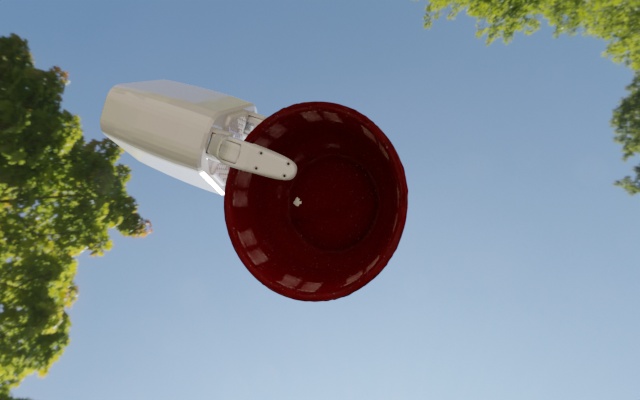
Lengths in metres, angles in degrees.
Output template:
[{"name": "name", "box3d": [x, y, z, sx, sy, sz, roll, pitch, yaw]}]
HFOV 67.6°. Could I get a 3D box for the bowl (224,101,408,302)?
[{"name": "bowl", "box3d": [0.001, 0.002, 0.407, 0.162, 0.162, 0.055, 0, -2, 23]}]
